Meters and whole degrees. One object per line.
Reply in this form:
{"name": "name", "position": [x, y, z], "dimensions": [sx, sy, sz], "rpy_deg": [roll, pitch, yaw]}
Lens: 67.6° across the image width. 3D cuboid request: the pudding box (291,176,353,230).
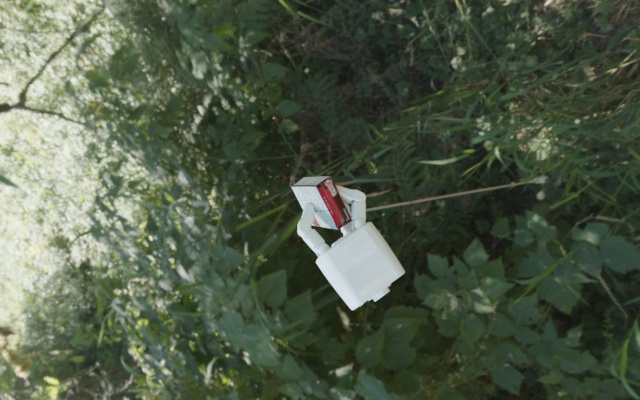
{"name": "pudding box", "position": [0.000, 0.003, 0.856], "dimensions": [0.039, 0.090, 0.113], "rpy_deg": [-32, 16, -24]}
